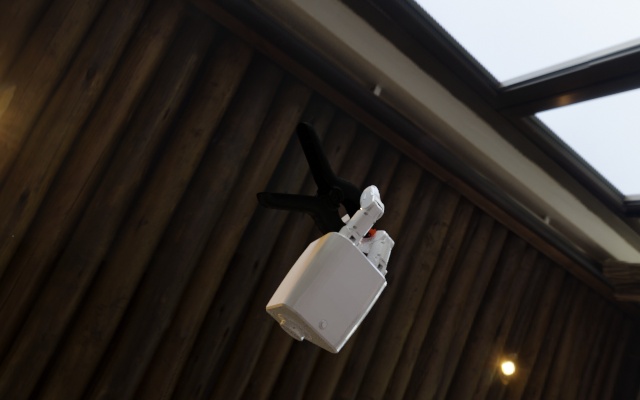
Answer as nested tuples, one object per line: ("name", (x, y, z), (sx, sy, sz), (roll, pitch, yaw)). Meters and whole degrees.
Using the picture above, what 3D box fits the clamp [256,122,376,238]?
("clamp", (0.000, 0.002, 0.588), (0.171, 0.120, 0.039), (48, -25, -21))
